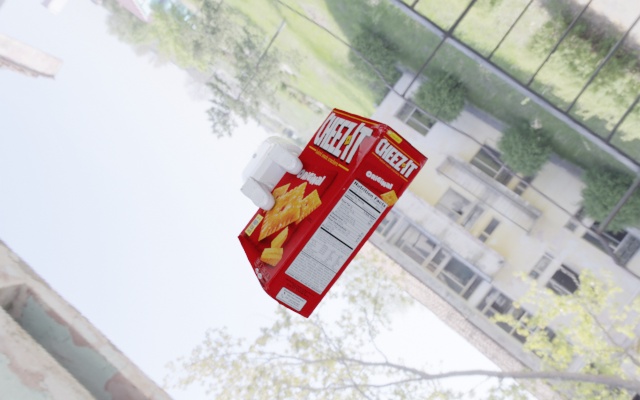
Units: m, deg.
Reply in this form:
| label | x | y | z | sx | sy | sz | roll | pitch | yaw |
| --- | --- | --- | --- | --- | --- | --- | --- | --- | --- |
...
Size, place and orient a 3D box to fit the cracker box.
| label | x | y | z | sx | sy | sz | roll | pitch | yaw |
| --- | --- | --- | --- | --- | --- | --- | --- | --- | --- |
| cracker box | 0.000 | 0.002 | 0.556 | 0.072 | 0.214 | 0.164 | 35 | 3 | -25 |
